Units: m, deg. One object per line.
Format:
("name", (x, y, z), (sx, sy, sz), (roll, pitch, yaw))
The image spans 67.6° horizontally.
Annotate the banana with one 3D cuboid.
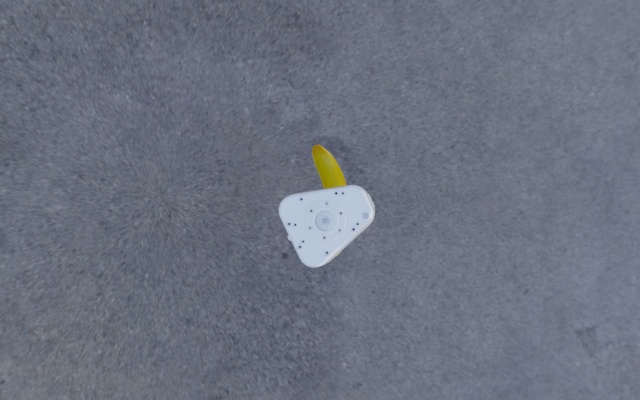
("banana", (0.017, 0.005, 0.765), (0.069, 0.198, 0.037), (-2, -4, 29))
